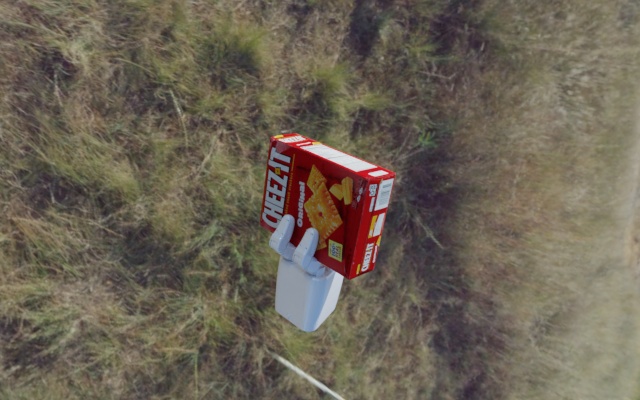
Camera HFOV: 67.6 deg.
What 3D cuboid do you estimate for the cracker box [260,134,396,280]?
[{"bbox_3d":[0.000,0.003,0.758,0.213,0.164,0.072,26,26,37],"label":"cracker box"}]
